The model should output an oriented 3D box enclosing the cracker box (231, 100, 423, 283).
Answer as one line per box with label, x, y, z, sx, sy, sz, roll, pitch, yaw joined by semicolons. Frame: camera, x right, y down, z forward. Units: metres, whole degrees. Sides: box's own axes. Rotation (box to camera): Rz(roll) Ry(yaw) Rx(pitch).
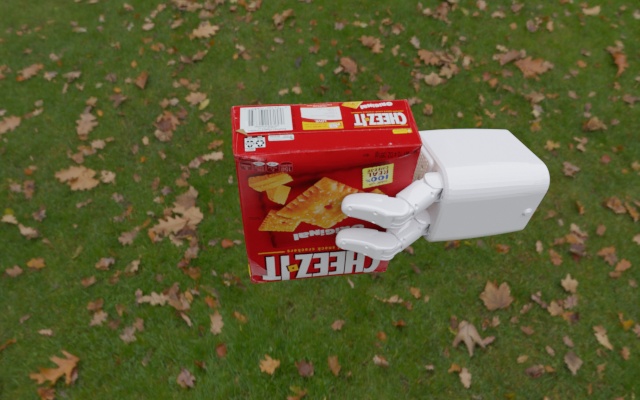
cracker box;0.000;0.001;0.495;0.164;0.072;0.214;-3;-40;-6
